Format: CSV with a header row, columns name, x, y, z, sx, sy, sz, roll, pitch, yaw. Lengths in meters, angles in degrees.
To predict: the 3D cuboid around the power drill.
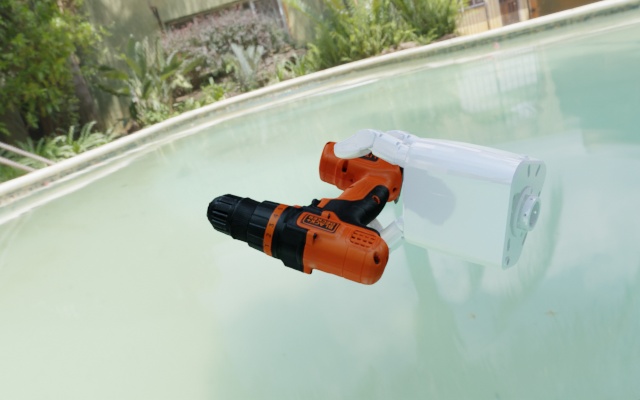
name,x,y,z,sx,sy,sz,roll,pitch,yaw
power drill,0.001,0.001,0.506,0.184,0.057,0.187,18,37,16
